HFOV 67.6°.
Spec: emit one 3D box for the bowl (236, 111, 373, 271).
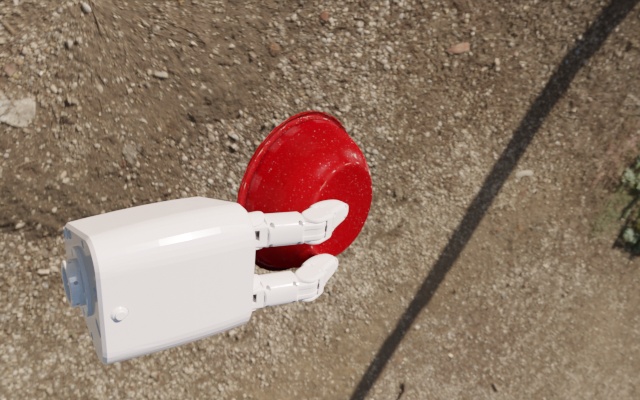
[{"bbox_3d":[0.001,0.001,0.448,0.055,0.162,0.162,23,14,36],"label":"bowl"}]
